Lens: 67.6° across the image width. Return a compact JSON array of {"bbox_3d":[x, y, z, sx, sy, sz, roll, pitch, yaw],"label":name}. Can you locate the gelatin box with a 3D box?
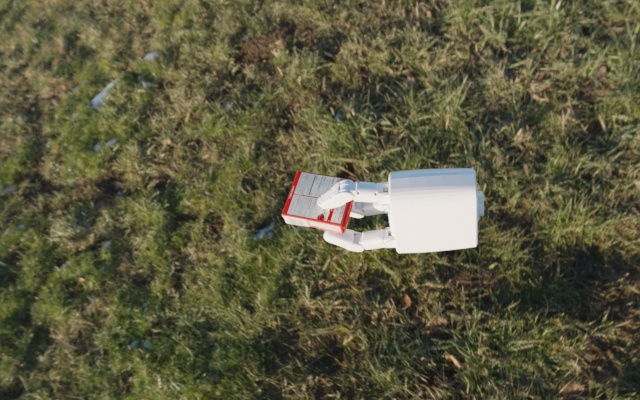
[{"bbox_3d":[0.000,0.002,0.662,0.089,0.073,0.030,10,-26,16],"label":"gelatin box"}]
